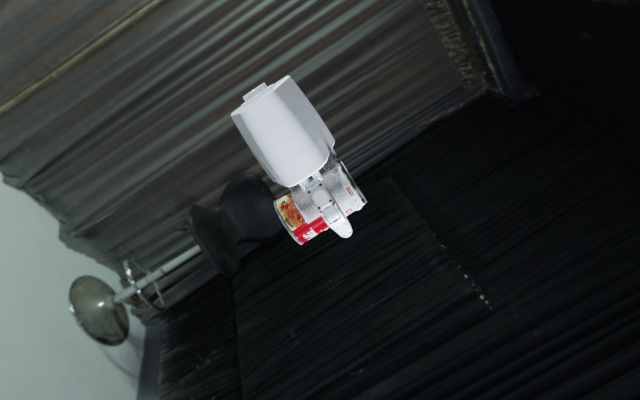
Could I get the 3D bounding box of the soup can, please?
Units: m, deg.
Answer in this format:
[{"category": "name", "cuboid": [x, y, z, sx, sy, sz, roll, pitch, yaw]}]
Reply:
[{"category": "soup can", "cuboid": [0.001, 0.002, 0.621, 0.102, 0.068, 0.068, -32, -4, 6]}]
